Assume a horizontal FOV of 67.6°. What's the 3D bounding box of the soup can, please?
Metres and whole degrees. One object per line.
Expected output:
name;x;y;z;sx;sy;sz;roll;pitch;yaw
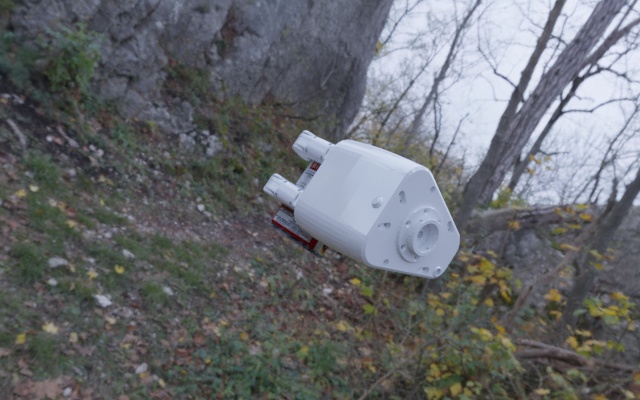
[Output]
soup can;0.000;0.001;0.516;0.068;0.102;0.068;33;-4;3
